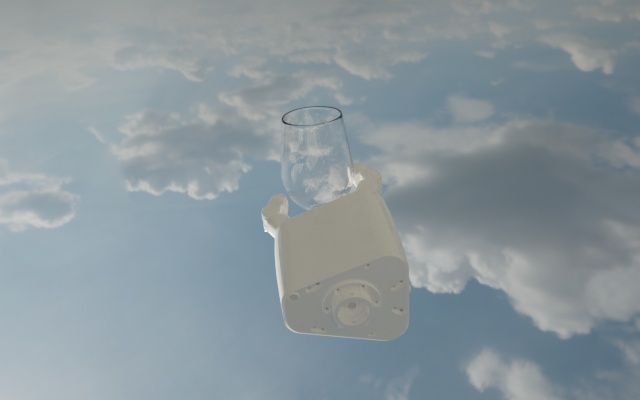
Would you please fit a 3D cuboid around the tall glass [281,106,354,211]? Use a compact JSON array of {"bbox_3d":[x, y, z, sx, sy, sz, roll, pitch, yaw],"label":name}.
[{"bbox_3d":[0.000,0.002,0.528,0.079,0.201,0.079,-5,28,2],"label":"tall glass"}]
